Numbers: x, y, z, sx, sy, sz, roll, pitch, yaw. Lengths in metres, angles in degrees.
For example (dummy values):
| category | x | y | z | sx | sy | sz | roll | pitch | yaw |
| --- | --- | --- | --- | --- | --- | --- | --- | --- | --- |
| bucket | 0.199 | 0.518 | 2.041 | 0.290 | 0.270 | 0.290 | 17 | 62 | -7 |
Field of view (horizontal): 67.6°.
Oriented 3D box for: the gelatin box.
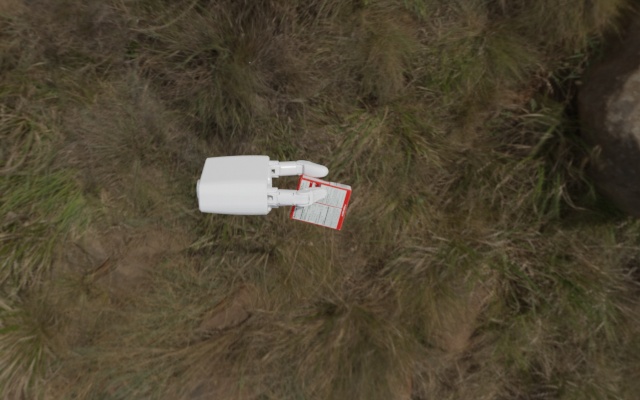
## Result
| category | x | y | z | sx | sy | sz | roll | pitch | yaw |
| --- | --- | --- | --- | --- | --- | --- | --- | --- | --- |
| gelatin box | 0.000 | 0.003 | 0.799 | 0.089 | 0.073 | 0.030 | 14 | 16 | -3 |
